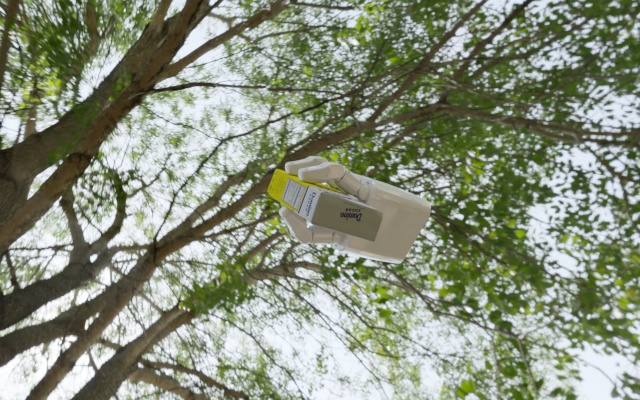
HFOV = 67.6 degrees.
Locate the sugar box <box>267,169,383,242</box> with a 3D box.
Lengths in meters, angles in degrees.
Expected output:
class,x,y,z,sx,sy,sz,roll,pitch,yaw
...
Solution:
class,x,y,z,sx,sy,sz,roll,pitch,yaw
sugar box,0.000,0.002,0.636,0.093,0.048,0.176,18,2,-26
